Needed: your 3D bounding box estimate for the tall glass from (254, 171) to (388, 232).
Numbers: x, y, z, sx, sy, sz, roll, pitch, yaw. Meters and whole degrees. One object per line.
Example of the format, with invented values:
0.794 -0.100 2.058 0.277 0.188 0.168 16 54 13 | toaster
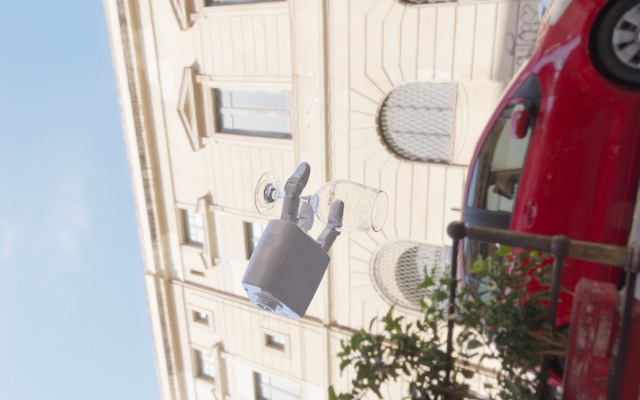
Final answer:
0.000 0.002 0.736 0.201 0.079 0.079 8 4 29 | tall glass
